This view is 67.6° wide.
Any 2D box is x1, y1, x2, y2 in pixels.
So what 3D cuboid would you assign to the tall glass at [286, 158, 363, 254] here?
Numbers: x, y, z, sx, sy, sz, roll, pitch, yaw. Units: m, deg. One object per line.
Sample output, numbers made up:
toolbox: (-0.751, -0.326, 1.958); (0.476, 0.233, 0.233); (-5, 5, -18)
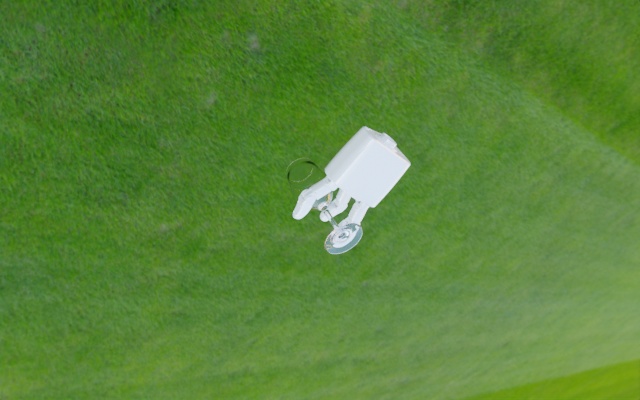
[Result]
tall glass: (0.000, 0.003, 0.897); (0.079, 0.079, 0.201); (0, 40, -33)
